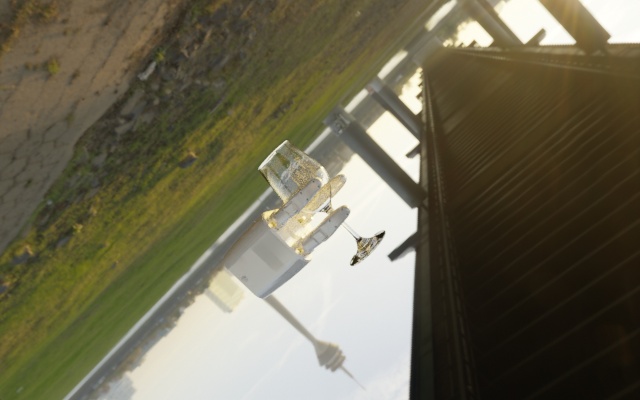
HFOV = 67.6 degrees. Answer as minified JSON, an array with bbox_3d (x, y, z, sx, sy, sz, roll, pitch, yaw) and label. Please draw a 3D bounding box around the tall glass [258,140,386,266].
[{"bbox_3d":[0.001,0.003,0.706,0.079,0.201,0.079,-45,5,5],"label":"tall glass"}]
